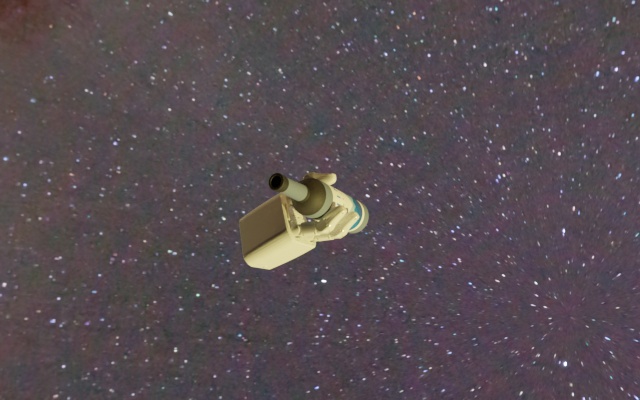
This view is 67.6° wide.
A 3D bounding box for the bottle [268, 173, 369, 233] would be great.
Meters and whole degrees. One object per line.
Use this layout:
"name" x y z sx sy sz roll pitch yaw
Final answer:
"bottle" 0.000 0.003 0.837 0.069 0.069 0.296 0 -12 27
